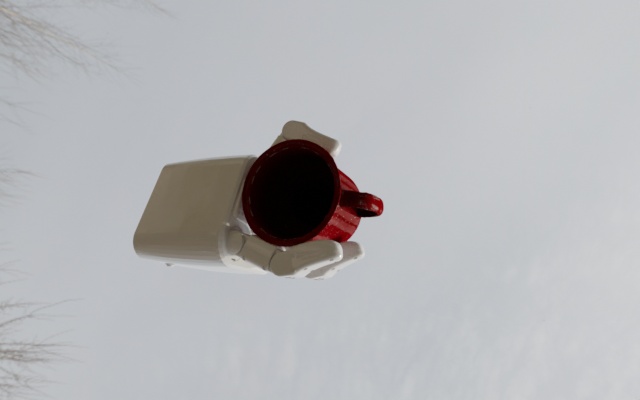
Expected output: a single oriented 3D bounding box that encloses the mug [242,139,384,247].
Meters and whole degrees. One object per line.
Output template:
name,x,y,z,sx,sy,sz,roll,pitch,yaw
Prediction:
mug,0.001,0.001,0.431,0.117,0.093,0.081,1,-12,24
